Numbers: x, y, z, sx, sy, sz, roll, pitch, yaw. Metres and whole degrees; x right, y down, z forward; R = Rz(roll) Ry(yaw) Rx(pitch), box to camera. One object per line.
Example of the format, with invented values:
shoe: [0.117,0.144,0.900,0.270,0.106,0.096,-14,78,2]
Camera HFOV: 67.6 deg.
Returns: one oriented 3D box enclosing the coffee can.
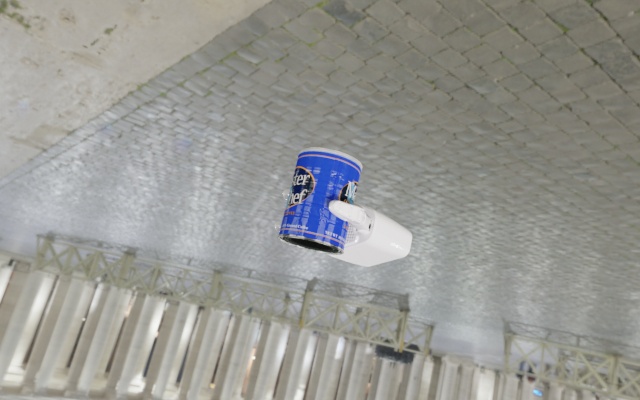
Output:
coffee can: [0.000,0.002,0.731,0.103,0.140,0.103,12,-14,3]
